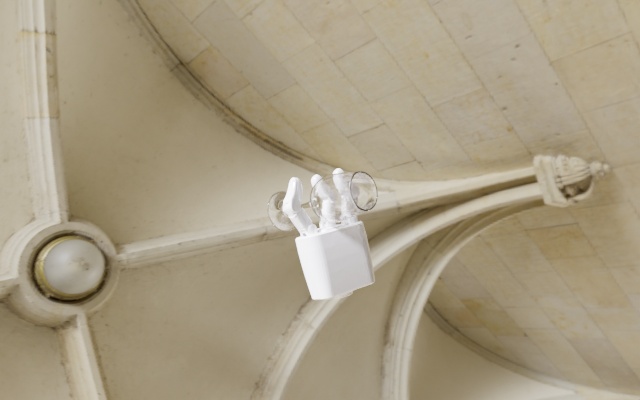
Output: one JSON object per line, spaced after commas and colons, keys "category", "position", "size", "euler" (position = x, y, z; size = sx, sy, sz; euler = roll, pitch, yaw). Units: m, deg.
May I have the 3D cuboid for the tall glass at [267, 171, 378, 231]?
{"category": "tall glass", "position": [0.000, 0.003, 0.793], "size": [0.079, 0.079, 0.201], "euler": [0, -10, -42]}
